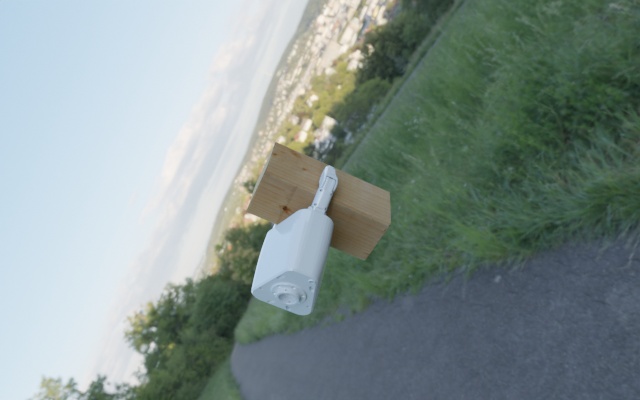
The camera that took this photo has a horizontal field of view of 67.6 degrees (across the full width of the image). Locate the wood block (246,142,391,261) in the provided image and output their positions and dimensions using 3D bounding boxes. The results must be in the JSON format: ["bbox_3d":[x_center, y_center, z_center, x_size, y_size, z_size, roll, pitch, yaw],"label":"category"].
[{"bbox_3d":[0.000,0.002,0.762,0.206,0.091,0.090,23,35,-10],"label":"wood block"}]
